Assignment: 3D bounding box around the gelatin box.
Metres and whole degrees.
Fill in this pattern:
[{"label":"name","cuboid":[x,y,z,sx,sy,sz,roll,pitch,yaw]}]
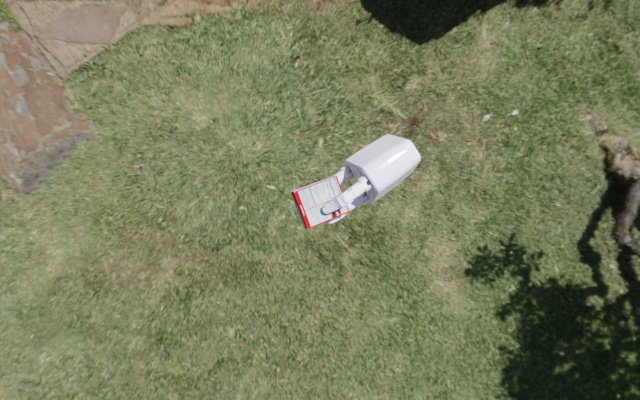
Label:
[{"label":"gelatin box","cuboid":[0.000,0.003,0.877,0.089,0.073,0.030,-22,7,-13]}]
